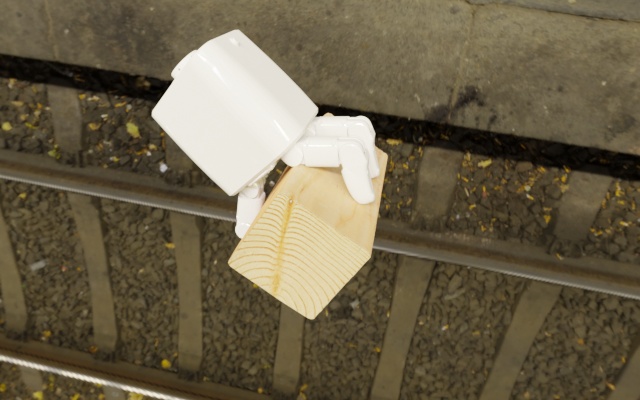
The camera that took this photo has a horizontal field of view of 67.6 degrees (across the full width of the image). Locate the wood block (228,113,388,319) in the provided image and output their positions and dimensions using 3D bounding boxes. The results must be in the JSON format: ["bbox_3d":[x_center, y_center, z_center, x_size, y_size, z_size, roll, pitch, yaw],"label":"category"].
[{"bbox_3d":[0.000,0.002,0.472,0.090,0.091,0.206,35,29,-7],"label":"wood block"}]
